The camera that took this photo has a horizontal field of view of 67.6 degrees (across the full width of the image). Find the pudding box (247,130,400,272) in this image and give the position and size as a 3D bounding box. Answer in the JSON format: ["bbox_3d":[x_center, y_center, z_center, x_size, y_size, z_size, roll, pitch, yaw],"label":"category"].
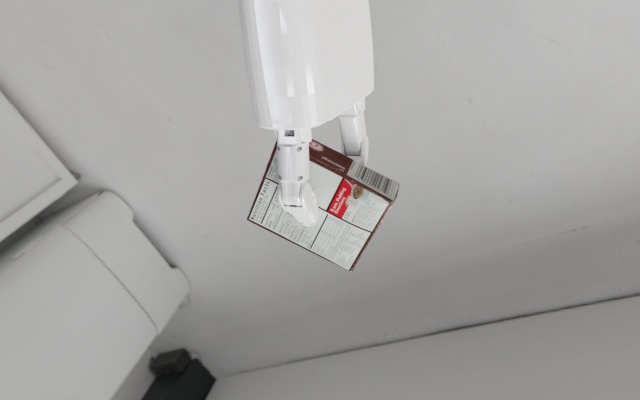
[{"bbox_3d":[0.000,0.001,0.430,0.113,0.090,0.039,28,33,2],"label":"pudding box"}]
